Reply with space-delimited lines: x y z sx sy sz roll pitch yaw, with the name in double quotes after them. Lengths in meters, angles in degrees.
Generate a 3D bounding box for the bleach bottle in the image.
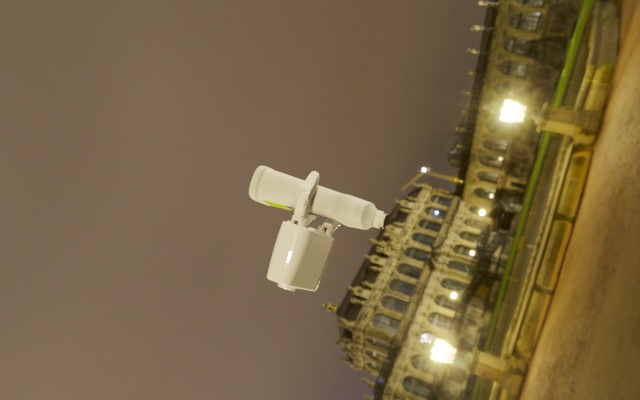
0.000 0.003 0.883 0.251 0.068 0.102 16 -5 21 "bleach bottle"
